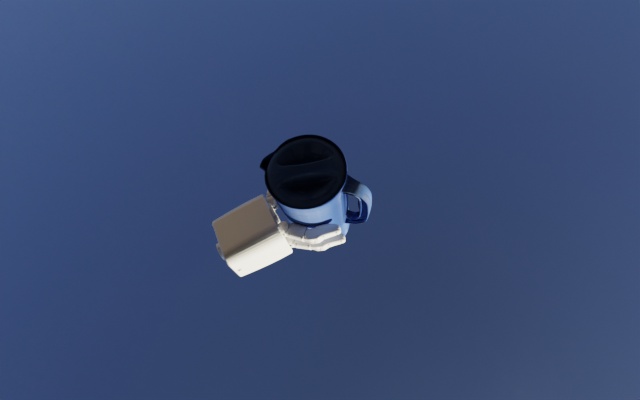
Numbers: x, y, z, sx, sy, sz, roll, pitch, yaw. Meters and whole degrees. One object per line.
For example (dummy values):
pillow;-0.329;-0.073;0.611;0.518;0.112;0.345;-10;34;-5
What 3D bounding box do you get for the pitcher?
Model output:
pitcher;0.000;0.003;0.851;0.145;0.149;0.243;-27;-25;-4
